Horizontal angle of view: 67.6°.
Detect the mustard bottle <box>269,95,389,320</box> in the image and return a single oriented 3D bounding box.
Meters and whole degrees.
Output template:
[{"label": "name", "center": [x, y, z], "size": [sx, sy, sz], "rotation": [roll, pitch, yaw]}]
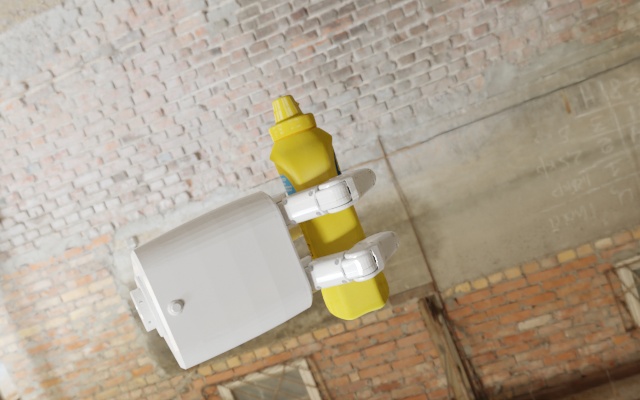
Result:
[{"label": "mustard bottle", "center": [0.000, 0.001, 0.419], "size": [0.058, 0.191, 0.096], "rotation": [-21, 6, -2]}]
